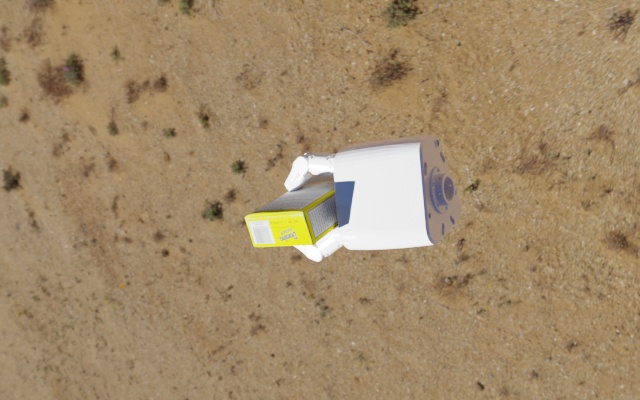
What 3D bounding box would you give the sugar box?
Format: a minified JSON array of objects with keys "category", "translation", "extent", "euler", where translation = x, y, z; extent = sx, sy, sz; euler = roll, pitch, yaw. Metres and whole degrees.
[{"category":"sugar box","translation":[0.000,0.002,0.590],"extent":[0.093,0.048,0.176],"euler":[-5,16,38]}]
